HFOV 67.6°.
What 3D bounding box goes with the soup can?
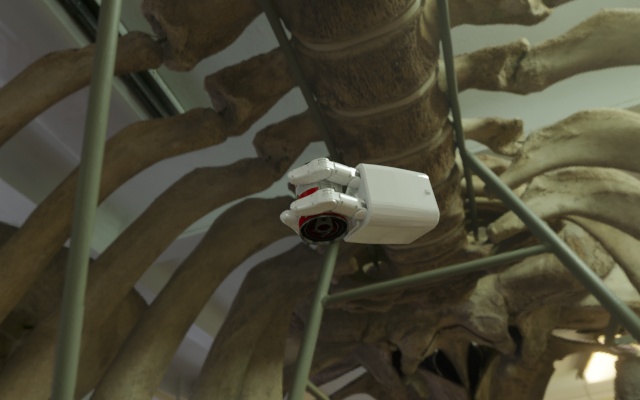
[{"bbox_3d":[0.000,0.002,0.670,0.068,0.102,0.069,-5,-38,-4],"label":"soup can"}]
